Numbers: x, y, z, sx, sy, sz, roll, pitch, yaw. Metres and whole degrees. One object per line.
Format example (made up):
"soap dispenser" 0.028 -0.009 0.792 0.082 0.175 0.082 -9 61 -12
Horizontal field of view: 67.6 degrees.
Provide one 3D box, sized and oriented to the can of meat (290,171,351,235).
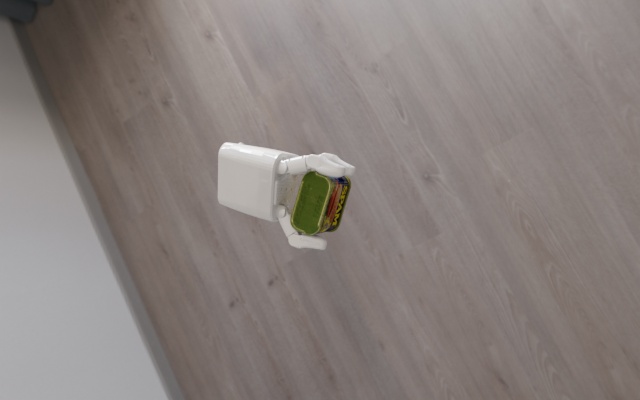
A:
"can of meat" 0.000 0.003 0.754 0.057 0.102 0.084 20 9 20
